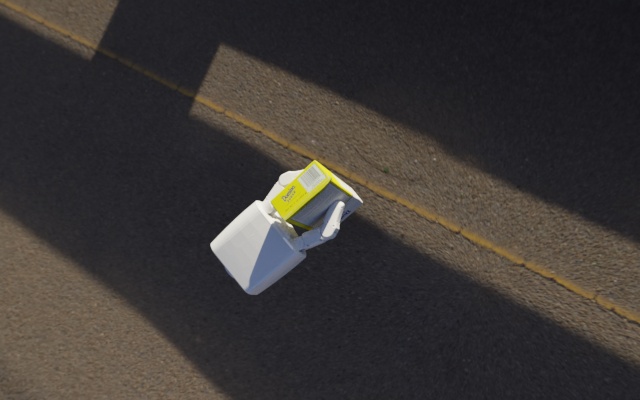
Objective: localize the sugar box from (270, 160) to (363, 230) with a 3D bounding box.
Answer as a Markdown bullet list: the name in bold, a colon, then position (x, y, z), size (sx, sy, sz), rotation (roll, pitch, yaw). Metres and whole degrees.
- **sugar box**: position (0.000, 0.002, 0.757), size (0.093, 0.048, 0.176), rotation (-41, -20, 7)
